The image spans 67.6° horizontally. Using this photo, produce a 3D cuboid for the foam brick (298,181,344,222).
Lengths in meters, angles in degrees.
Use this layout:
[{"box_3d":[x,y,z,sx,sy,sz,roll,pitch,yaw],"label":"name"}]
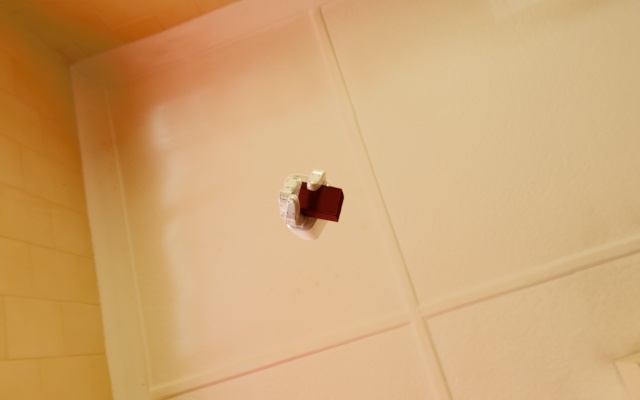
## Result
[{"box_3d":[0.000,0.003,0.870,0.078,0.053,0.051,11,-16,12],"label":"foam brick"}]
